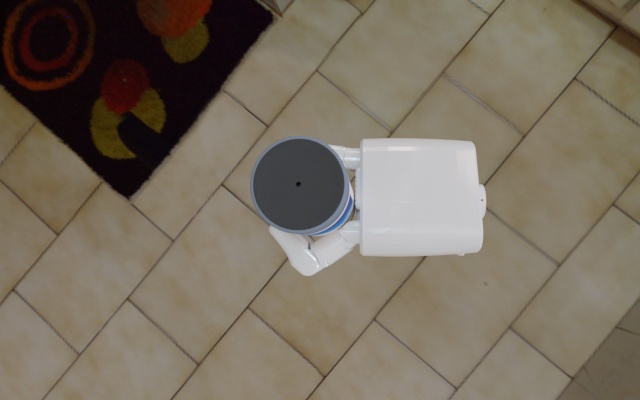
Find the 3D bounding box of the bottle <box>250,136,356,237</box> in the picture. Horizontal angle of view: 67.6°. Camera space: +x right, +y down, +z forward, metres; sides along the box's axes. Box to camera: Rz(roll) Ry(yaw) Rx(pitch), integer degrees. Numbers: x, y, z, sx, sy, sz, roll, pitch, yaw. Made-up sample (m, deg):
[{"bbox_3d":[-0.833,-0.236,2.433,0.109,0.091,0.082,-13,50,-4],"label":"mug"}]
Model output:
[{"bbox_3d":[0.000,0.001,0.464,0.069,0.069,0.296,0,-5,6],"label":"bottle"}]
